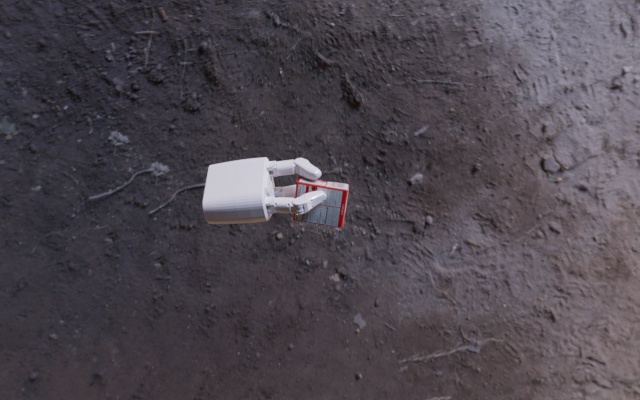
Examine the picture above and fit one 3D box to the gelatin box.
[{"bbox_3d":[0.000,0.003,0.821,0.089,0.073,0.030,9,25,5],"label":"gelatin box"}]
